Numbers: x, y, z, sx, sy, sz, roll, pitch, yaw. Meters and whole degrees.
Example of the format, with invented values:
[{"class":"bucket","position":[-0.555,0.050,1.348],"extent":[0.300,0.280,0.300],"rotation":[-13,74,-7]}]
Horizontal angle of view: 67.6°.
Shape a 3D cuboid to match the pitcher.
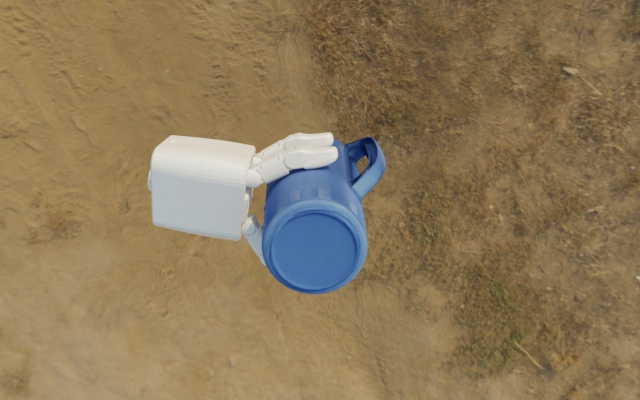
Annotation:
[{"class":"pitcher","position":[0.000,0.002,0.584],"extent":[0.145,0.149,0.242],"rotation":[10,20,-5]}]
